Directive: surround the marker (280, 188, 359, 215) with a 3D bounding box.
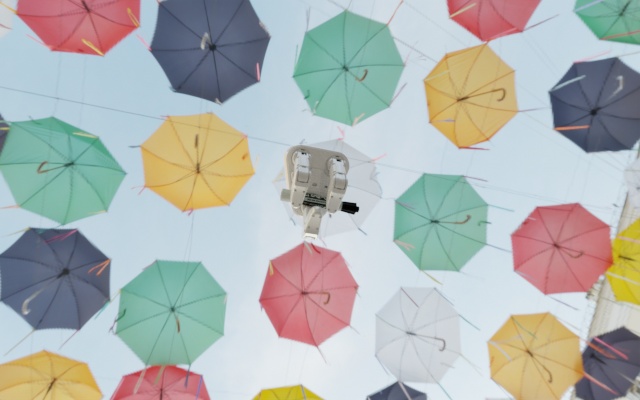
[{"bbox_3d":[0.000,0.002,0.719,0.121,0.020,0.020,11,-2,-11],"label":"marker"}]
